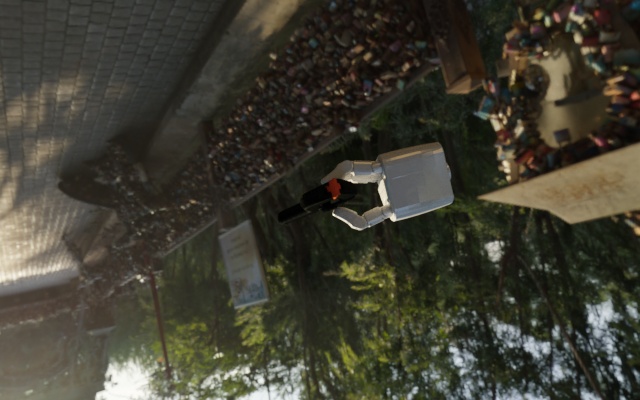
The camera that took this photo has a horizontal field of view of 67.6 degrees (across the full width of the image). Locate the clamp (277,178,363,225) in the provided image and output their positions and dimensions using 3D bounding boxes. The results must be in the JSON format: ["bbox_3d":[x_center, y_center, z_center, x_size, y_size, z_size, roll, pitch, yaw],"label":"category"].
[{"bbox_3d":[0.001,0.003,0.809,0.164,0.036,0.210,-16,-8,-2],"label":"clamp"}]
